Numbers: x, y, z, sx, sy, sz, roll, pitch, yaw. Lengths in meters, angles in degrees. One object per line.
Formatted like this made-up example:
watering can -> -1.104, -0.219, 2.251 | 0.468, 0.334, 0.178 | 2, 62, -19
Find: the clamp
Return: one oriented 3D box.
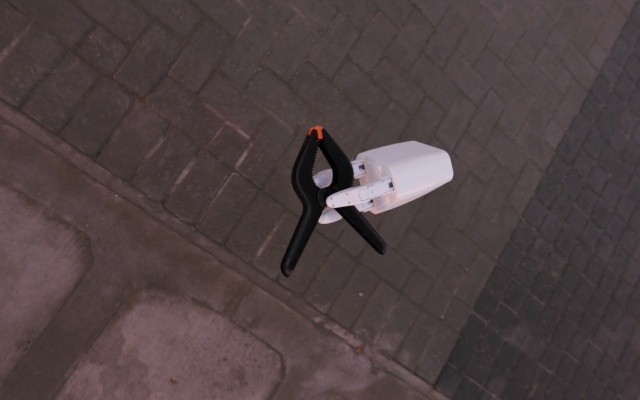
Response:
clamp -> 0.000, 0.002, 0.681 | 0.164, 0.210, 0.036 | -18, 7, -21
